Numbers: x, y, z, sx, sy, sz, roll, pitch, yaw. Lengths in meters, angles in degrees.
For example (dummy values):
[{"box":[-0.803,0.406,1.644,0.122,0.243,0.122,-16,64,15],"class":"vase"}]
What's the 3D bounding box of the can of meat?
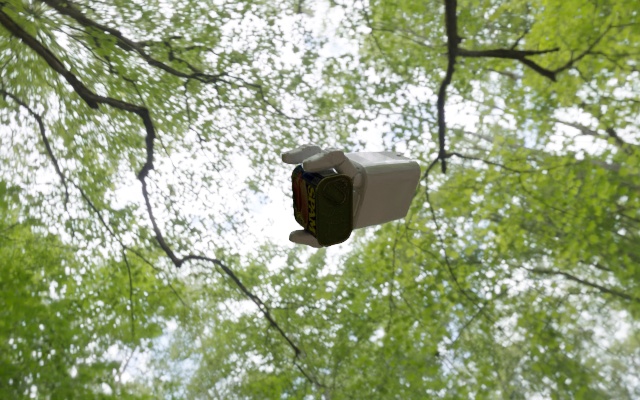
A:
[{"box":[0.000,0.002,0.678,0.057,0.102,0.084,-13,24,-26],"class":"can of meat"}]
